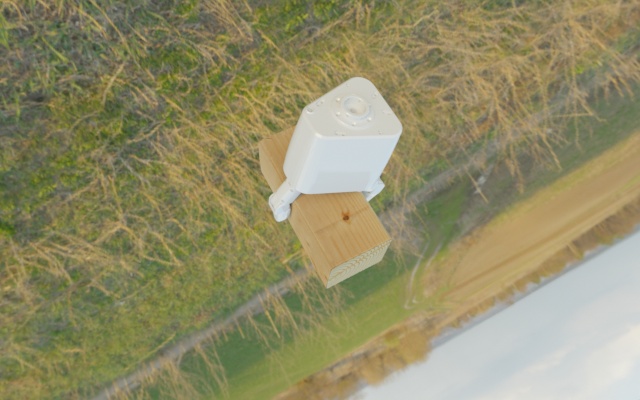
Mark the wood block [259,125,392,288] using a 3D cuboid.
[{"bbox_3d":[0.000,0.002,0.663,0.091,0.206,0.090,-25,-22,-15],"label":"wood block"}]
